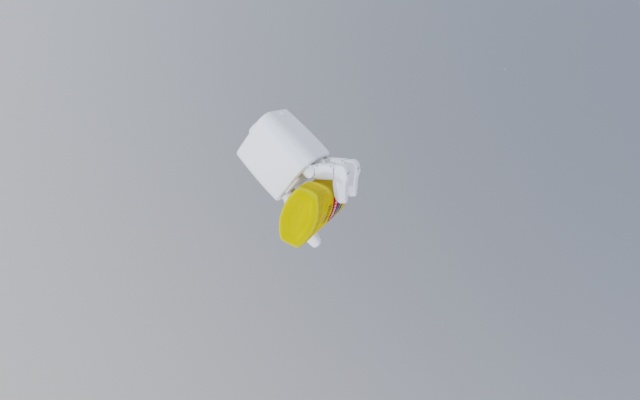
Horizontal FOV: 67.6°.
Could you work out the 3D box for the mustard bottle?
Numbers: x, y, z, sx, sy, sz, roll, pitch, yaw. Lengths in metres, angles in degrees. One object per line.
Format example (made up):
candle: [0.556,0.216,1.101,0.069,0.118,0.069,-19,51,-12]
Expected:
mustard bottle: [0.000,0.003,0.774,0.058,0.096,0.191,25,22,13]
